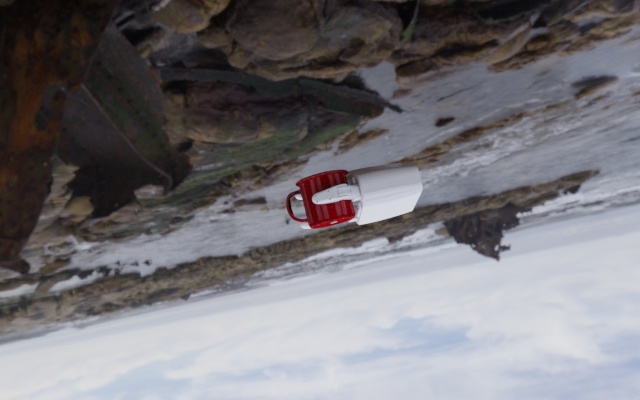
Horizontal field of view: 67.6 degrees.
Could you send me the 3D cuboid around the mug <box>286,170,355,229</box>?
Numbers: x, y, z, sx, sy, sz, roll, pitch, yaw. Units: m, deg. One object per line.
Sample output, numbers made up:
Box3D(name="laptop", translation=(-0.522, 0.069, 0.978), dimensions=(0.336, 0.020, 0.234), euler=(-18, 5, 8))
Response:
Box3D(name="mug", translation=(-0.001, 0.003, 0.810), dimensions=(0.117, 0.081, 0.093), euler=(-13, -8, -6))
